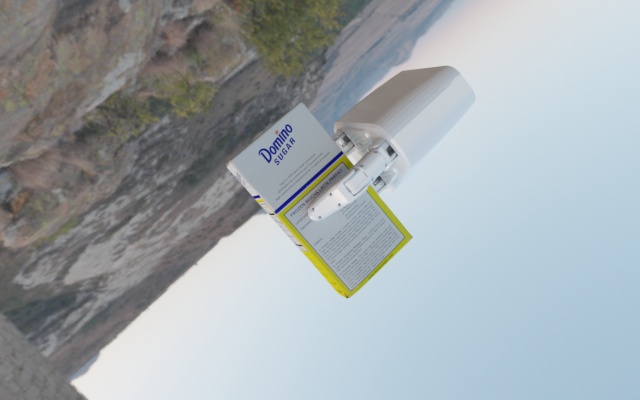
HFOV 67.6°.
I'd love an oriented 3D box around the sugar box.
[{"bbox_3d":[0.000,0.002,0.474,0.093,0.176,0.048,-42,7,-14],"label":"sugar box"}]
